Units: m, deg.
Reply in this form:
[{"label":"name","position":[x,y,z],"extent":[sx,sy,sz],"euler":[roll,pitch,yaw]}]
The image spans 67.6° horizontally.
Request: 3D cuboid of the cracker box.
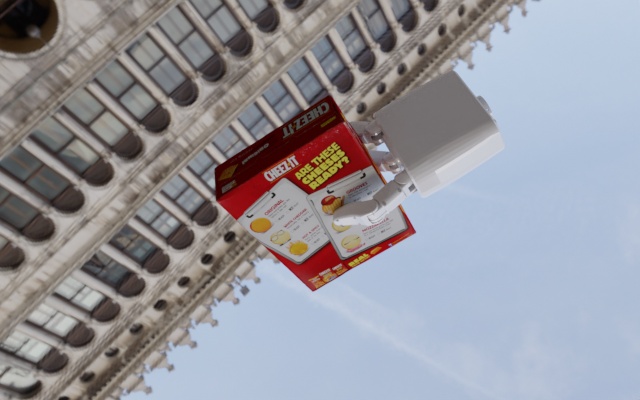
[{"label":"cracker box","position":[0.000,0.002,0.587],"extent":[0.164,0.072,0.214],"euler":[-31,-49,10]}]
